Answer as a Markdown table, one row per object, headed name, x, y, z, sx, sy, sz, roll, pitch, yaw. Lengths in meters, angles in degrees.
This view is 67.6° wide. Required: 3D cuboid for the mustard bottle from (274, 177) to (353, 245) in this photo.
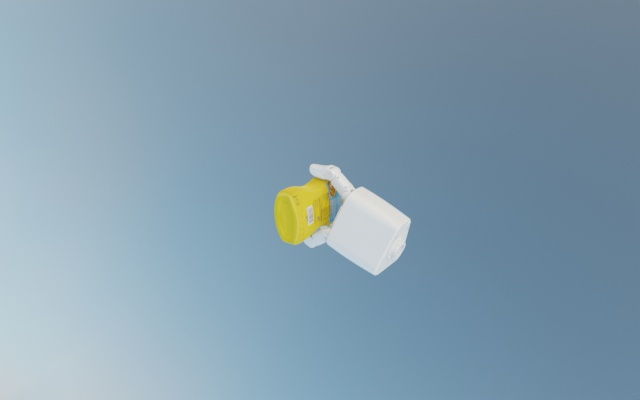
| name | x | y | z | sx | sy | sz | roll | pitch | yaw |
| --- | --- | --- | --- | --- | --- | --- | --- | --- | --- |
| mustard bottle | 0.000 | 0.003 | 0.872 | 0.058 | 0.096 | 0.191 | 10 | 25 | 37 |
